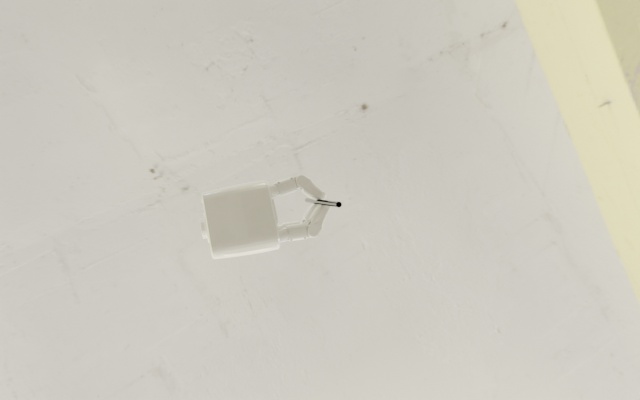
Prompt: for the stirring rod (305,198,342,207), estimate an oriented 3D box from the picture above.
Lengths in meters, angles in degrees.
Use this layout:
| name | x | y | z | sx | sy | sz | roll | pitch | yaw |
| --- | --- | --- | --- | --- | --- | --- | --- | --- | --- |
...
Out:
| name | x | y | z | sx | sy | sz | roll | pitch | yaw |
| --- | --- | --- | --- | --- | --- | --- | --- | --- | --- |
| stirring rod | 0.000 | 0.002 | 0.770 | 0.011 | 0.011 | 0.239 | 0 | 1 | -12 |
